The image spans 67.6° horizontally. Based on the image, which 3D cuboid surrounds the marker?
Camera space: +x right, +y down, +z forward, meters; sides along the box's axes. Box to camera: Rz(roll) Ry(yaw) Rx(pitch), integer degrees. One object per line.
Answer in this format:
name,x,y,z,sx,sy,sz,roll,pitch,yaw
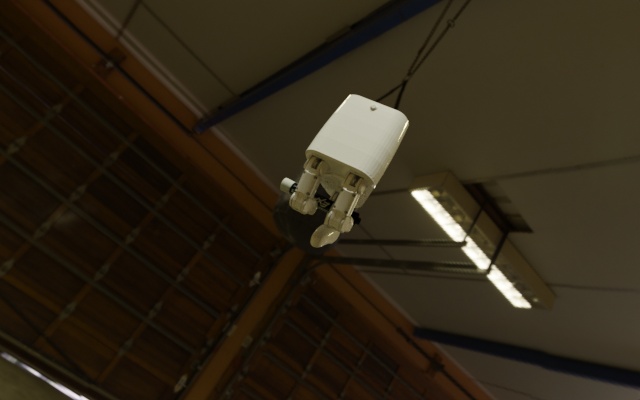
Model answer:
marker,0.000,0.002,0.643,0.121,0.020,0.020,26,9,19
